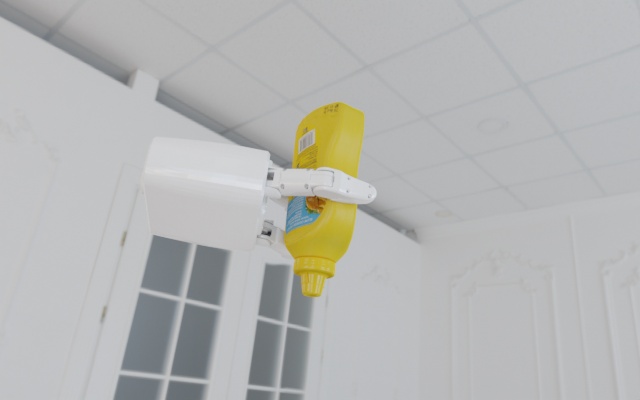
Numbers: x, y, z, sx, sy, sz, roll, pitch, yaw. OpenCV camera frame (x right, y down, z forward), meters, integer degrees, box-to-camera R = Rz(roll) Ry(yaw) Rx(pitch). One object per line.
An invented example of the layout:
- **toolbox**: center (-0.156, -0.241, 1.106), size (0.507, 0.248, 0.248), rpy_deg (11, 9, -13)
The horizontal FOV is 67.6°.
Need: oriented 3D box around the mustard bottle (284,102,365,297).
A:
- **mustard bottle**: center (0.000, 0.001, 0.488), size (0.058, 0.191, 0.096), rpy_deg (19, -25, -29)
